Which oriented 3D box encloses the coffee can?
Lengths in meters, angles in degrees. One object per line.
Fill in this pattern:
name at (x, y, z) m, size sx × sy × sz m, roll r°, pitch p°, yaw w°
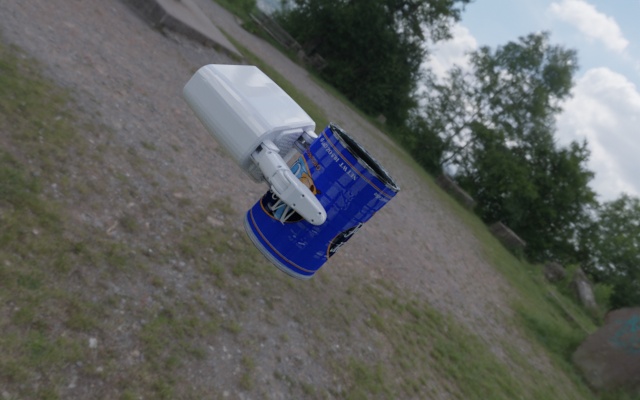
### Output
coffee can at (0.000, 0.002, 0.517) m, size 0.140 × 0.103 × 0.103 m, roll -46°, pitch -14°, yaw 13°
